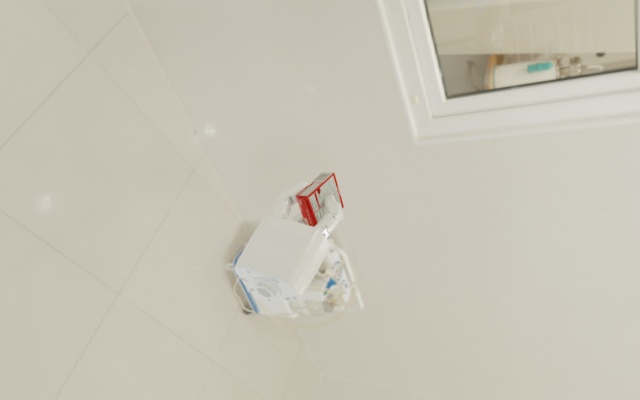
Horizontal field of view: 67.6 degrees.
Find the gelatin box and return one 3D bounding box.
[{"bbox_3d":[0.001,0.003,0.832,0.030,0.073,0.089,4,33,37],"label":"gelatin box"}]
